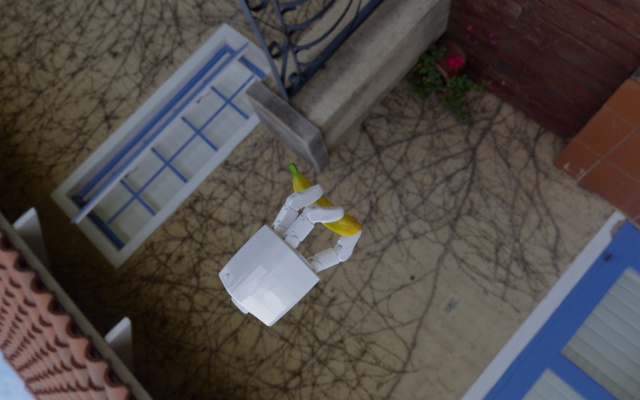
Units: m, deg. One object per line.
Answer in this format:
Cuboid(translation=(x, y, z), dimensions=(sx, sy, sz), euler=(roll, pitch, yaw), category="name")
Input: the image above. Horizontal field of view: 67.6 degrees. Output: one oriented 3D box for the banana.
Cuboid(translation=(0.005, 0.011, 0.775), dimensions=(0.197, 0.037, 0.070), euler=(41, -11, 40), category="banana")
